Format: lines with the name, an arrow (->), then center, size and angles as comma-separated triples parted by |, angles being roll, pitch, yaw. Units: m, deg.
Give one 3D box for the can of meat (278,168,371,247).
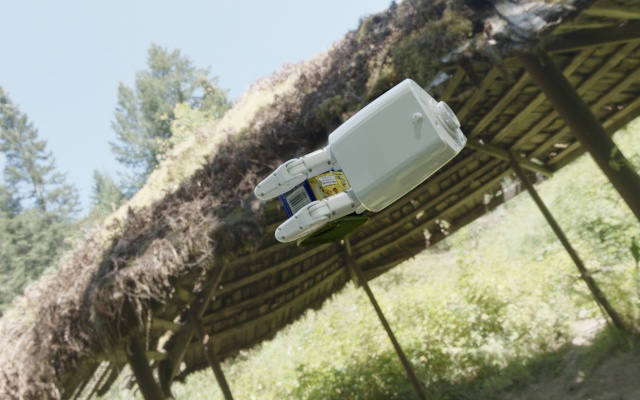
can of meat -> 0.000, 0.002, 0.558 | 0.057, 0.084, 0.102 | -36, -20, 30
